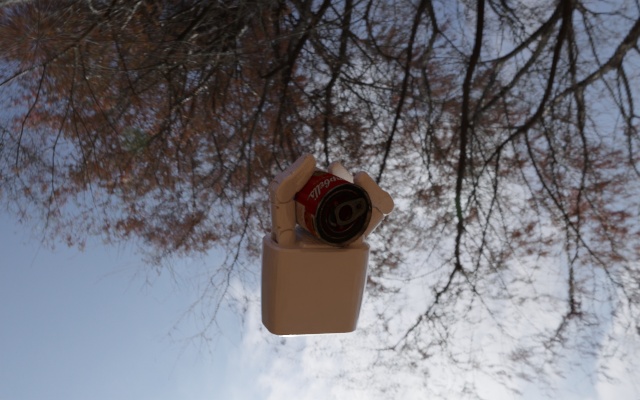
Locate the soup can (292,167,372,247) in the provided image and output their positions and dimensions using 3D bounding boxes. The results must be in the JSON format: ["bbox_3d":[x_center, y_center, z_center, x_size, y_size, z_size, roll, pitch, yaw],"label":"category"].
[{"bbox_3d":[0.000,0.001,0.523,0.068,0.068,0.102,0,16,-31],"label":"soup can"}]
